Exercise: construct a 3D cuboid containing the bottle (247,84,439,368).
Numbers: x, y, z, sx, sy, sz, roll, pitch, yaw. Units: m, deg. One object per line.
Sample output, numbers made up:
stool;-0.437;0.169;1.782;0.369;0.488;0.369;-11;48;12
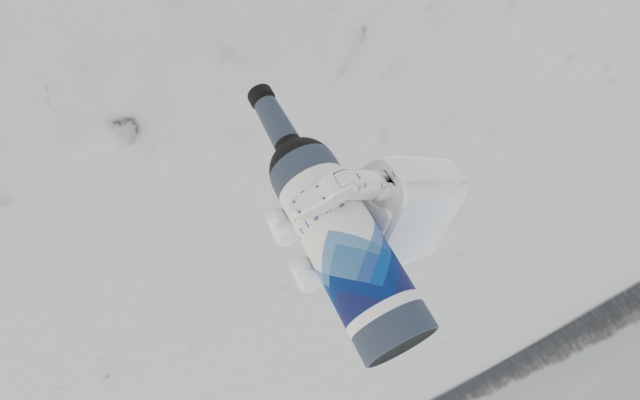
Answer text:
bottle;0.000;0.002;0.441;0.069;0.295;0.069;-23;-27;-12
